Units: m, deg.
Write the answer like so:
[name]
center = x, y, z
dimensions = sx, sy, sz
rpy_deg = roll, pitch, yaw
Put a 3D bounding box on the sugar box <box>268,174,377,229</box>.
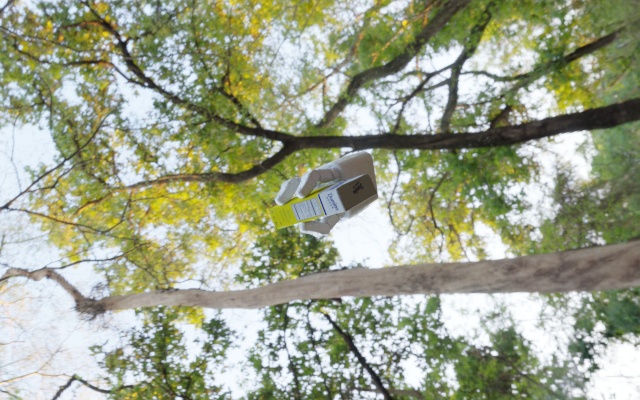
[sugar box]
center = 0.000, 0.002, 0.824
dimensions = 0.176, 0.048, 0.093
rpy_deg = -20, 5, 44
